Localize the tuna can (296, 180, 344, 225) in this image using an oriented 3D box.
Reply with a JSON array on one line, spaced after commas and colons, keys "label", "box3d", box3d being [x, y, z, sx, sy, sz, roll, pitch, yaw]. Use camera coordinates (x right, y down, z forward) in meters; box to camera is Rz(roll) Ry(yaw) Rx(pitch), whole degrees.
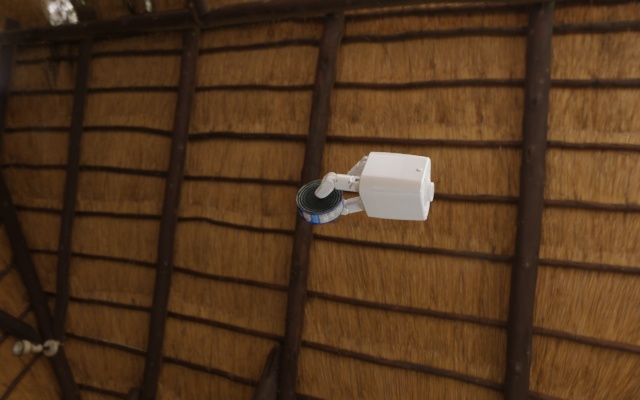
[{"label": "tuna can", "box3d": [0.000, 0.003, 0.878, 0.086, 0.086, 0.034, 0, -43, 12]}]
